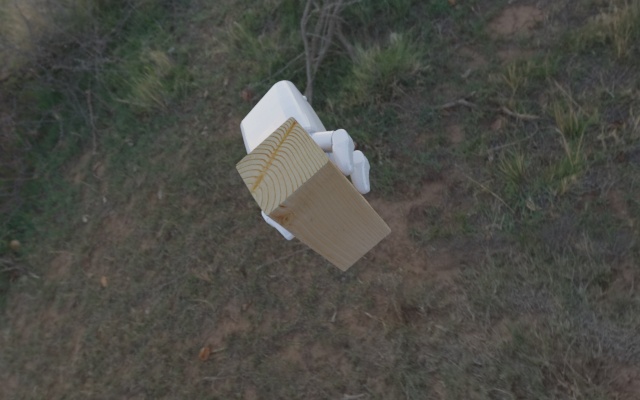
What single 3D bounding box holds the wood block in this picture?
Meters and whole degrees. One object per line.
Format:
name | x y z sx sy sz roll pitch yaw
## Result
wood block | 0.000 0.002 0.602 0.090 0.091 0.206 53 6 36
